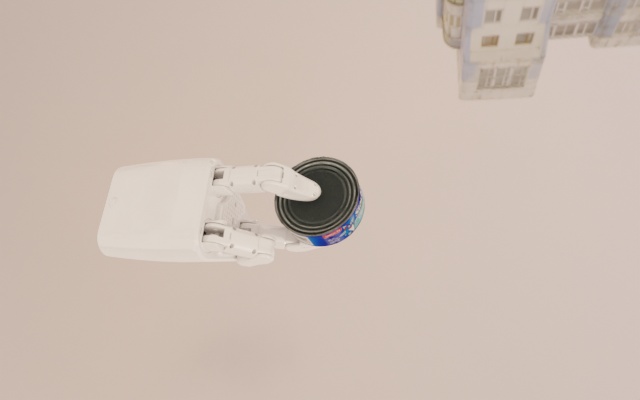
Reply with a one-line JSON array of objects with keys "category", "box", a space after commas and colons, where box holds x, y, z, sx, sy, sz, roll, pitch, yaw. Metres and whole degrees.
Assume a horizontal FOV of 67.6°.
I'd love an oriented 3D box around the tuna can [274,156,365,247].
[{"category": "tuna can", "box": [0.000, 0.002, 0.472, 0.086, 0.086, 0.034, 0, -26, 18]}]
